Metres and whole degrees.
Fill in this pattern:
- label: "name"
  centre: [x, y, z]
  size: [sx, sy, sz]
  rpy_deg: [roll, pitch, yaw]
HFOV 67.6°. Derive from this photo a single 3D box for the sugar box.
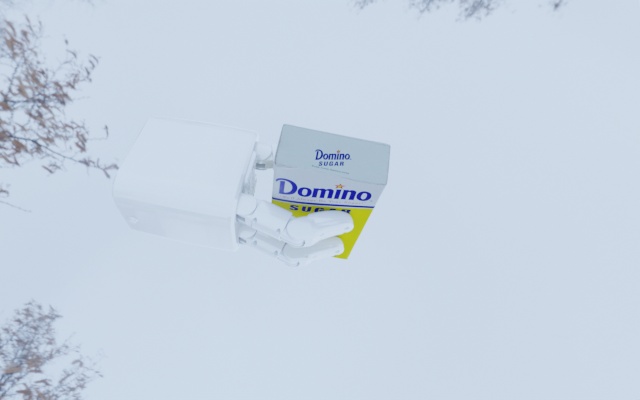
- label: "sugar box"
  centre: [0.000, 0.002, 0.456]
  size: [0.093, 0.048, 0.176]
  rpy_deg: [11, -25, -2]
